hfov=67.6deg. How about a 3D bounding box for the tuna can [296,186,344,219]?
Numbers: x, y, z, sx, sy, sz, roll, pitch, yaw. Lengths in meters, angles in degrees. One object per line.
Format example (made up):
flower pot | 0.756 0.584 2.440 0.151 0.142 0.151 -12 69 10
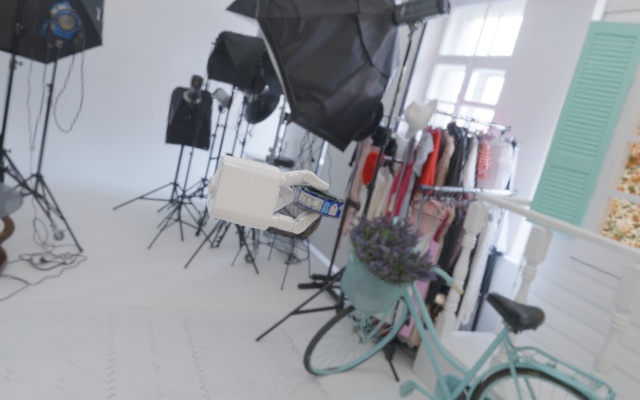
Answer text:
tuna can | 0.000 0.002 0.881 0.086 0.034 0.086 20 7 -3
